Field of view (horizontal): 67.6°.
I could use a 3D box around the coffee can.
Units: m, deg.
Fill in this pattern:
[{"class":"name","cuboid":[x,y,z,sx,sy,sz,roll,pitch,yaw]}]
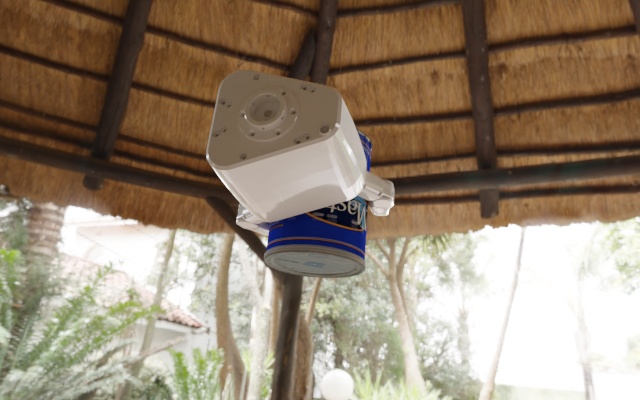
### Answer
[{"class":"coffee can","cuboid":[0.000,0.002,0.505,0.103,0.140,0.103,5,-22,2]}]
